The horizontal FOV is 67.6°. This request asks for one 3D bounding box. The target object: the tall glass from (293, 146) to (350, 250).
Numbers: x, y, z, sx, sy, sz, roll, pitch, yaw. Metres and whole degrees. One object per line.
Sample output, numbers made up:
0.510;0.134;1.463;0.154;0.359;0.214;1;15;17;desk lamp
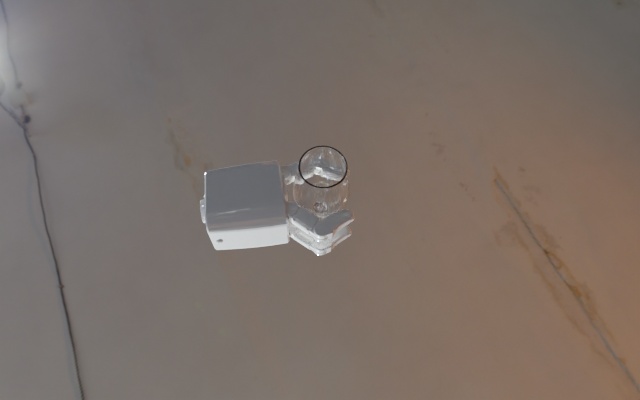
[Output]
0.000;0.002;0.682;0.079;0.079;0.201;0;-27;-2;tall glass
